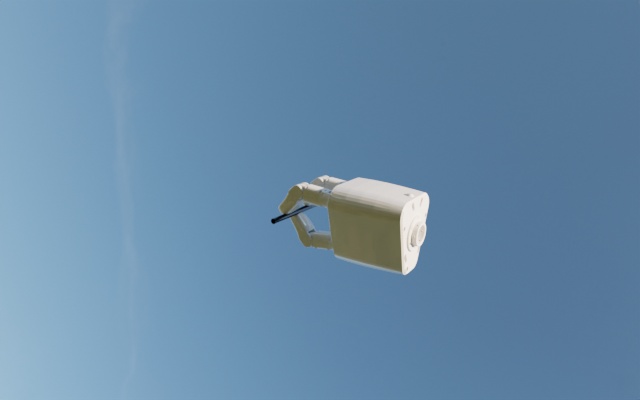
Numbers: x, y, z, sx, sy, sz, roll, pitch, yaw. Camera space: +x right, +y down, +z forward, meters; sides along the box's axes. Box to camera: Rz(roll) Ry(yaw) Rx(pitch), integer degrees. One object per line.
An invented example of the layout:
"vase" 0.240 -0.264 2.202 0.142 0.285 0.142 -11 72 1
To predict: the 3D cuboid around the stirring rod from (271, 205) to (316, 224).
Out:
"stirring rod" 0.000 0.003 0.756 0.011 0.011 0.239 0 13 34
